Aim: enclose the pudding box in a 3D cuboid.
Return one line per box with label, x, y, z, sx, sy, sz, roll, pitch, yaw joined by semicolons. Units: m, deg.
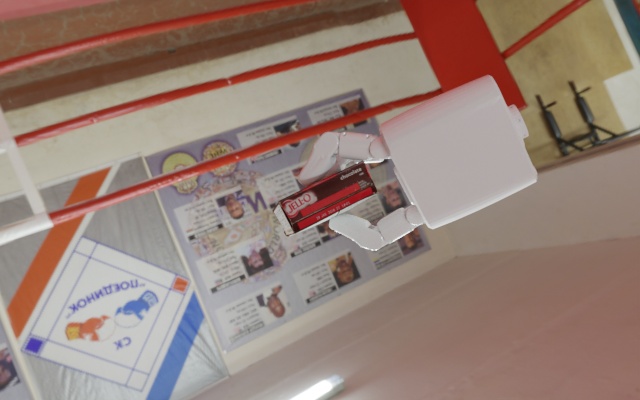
pudding box;0.000;0.002;0.487;0.090;0.039;0.113;-25;-3;-10
